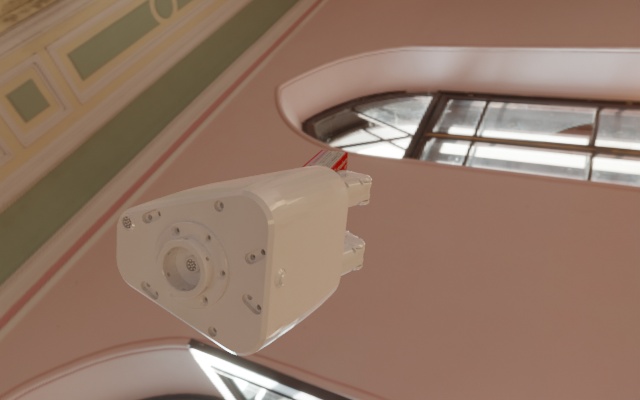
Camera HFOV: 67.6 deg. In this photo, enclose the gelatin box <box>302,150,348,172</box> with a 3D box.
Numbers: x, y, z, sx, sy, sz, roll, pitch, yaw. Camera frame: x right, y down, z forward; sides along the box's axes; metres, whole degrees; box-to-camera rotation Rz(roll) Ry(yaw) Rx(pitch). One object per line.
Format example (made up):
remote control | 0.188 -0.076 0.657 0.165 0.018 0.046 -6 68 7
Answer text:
gelatin box | 0.000 0.001 0.436 0.030 0.073 0.089 8 25 17
